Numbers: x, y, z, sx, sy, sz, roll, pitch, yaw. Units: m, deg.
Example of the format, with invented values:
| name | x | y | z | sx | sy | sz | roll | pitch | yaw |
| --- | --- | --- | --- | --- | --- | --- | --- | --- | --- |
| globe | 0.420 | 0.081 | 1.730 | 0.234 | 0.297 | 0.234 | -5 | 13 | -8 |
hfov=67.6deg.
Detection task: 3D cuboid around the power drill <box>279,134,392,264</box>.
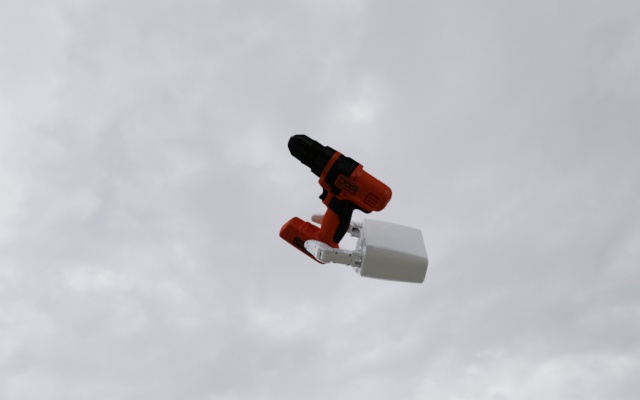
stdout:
| name | x | y | z | sx | sy | sz | roll | pitch | yaw |
| --- | --- | --- | --- | --- | --- | --- | --- | --- | --- |
| power drill | 0.000 | 0.003 | 0.783 | 0.184 | 0.188 | 0.057 | 34 | 36 | 6 |
